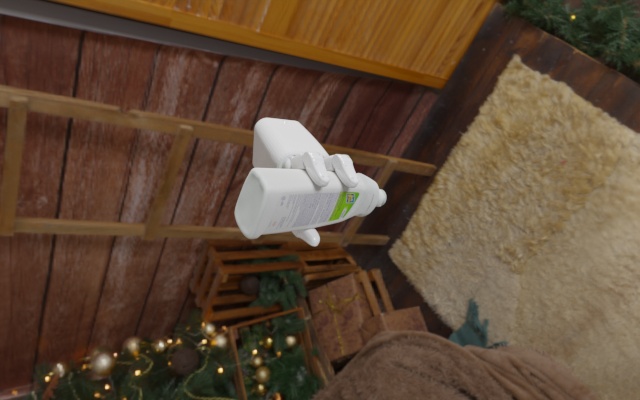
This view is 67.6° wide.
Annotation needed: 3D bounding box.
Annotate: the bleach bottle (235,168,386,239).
[{"bbox_3d":[0.000,0.002,0.741,0.251,0.103,0.068,0,39,-38],"label":"bleach bottle"}]
